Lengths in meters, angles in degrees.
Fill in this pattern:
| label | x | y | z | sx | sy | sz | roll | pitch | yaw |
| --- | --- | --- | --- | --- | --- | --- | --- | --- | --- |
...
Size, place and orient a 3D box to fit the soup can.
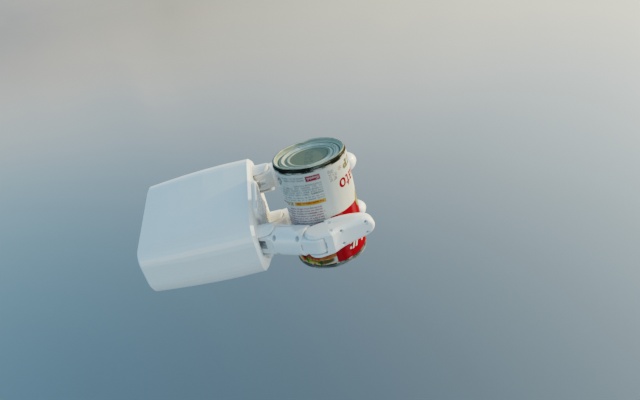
| label | x | y | z | sx | sy | sz | roll | pitch | yaw |
| --- | --- | --- | --- | --- | --- | --- | --- | --- | --- |
| soup can | 0.001 | 0.001 | 0.439 | 0.068 | 0.102 | 0.068 | -11 | 28 | 6 |
